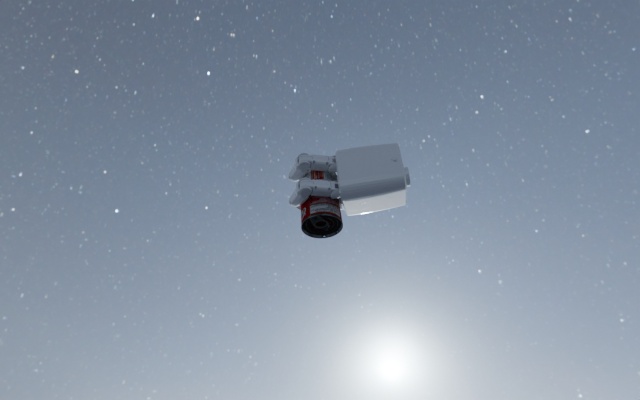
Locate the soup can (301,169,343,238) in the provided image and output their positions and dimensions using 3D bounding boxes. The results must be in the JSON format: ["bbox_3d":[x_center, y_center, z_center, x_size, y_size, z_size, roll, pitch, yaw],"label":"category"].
[{"bbox_3d":[0.000,0.003,0.799,0.068,0.102,0.069,-2,-37,-2],"label":"soup can"}]
